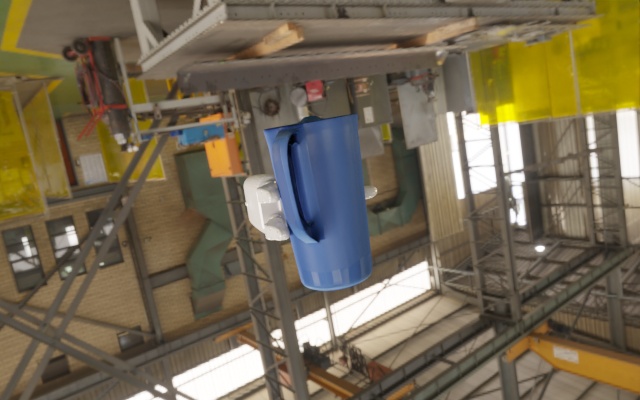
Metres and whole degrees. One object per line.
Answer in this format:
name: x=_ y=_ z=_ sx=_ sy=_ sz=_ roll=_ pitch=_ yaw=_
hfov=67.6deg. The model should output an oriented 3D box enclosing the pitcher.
pitcher: x=0.000 y=0.002 z=0.679 sx=0.149 sy=0.243 sz=0.145 roll=-14 pitch=10 yaw=-21
